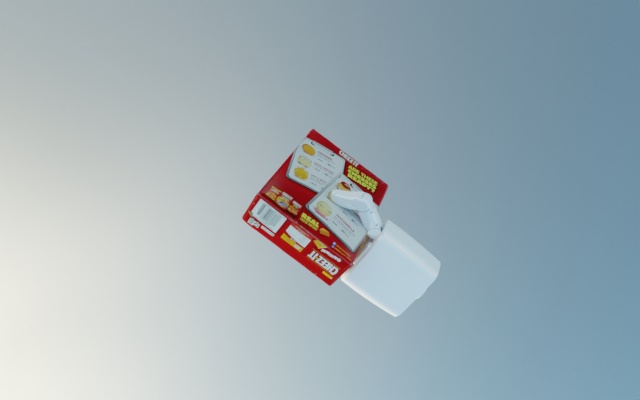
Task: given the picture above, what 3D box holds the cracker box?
[{"bbox_3d":[0.000,0.002,0.741,0.072,0.164,0.213,-50,5,39],"label":"cracker box"}]
